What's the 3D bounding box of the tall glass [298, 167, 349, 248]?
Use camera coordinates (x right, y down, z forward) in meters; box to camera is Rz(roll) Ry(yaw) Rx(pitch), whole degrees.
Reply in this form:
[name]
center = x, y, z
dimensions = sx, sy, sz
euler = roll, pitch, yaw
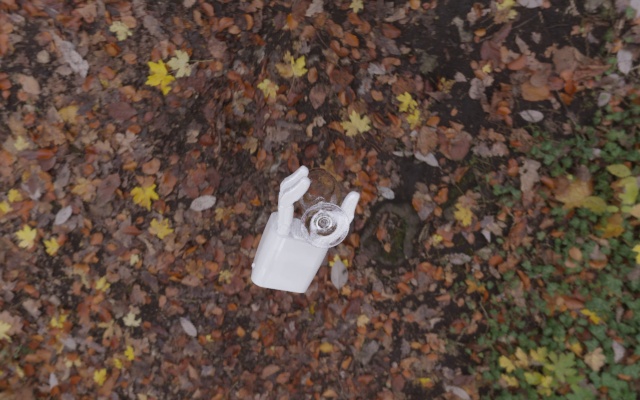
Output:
[tall glass]
center = 0.000, 0.003, 0.802
dimensions = 0.079, 0.079, 0.201
euler = 0, 21, -4
